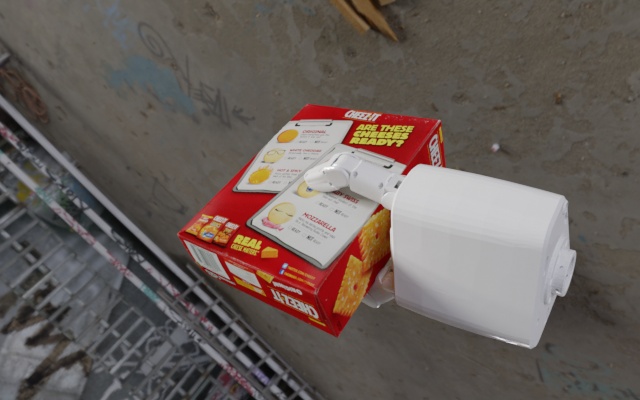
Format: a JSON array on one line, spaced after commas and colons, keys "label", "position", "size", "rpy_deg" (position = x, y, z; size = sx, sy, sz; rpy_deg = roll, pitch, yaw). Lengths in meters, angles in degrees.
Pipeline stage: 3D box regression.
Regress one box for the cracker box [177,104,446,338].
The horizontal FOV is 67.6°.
[{"label": "cracker box", "position": [0.000, 0.001, 0.456], "size": [0.164, 0.072, 0.213], "rpy_deg": [15, 51, 35]}]
